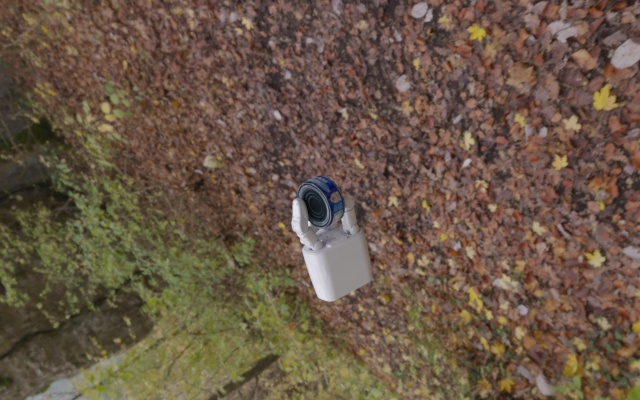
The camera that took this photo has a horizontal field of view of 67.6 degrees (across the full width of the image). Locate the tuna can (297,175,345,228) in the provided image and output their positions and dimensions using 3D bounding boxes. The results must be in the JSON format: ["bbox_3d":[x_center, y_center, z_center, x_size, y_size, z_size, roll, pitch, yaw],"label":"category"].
[{"bbox_3d":[0.000,0.003,0.808,0.033,0.086,0.086,-28,17,-36],"label":"tuna can"}]
